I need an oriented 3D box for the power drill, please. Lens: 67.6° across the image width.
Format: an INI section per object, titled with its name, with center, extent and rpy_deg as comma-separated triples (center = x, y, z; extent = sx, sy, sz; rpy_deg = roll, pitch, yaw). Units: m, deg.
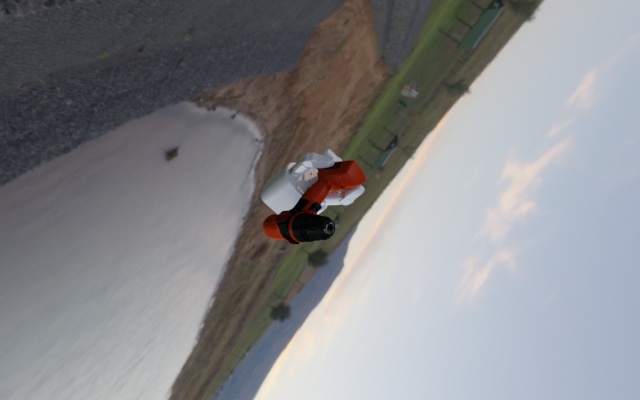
[power drill]
center = 0.000, 0.003, 0.867
extent = 0.184, 0.057, 0.187
rpy_deg = -1, 38, 51
